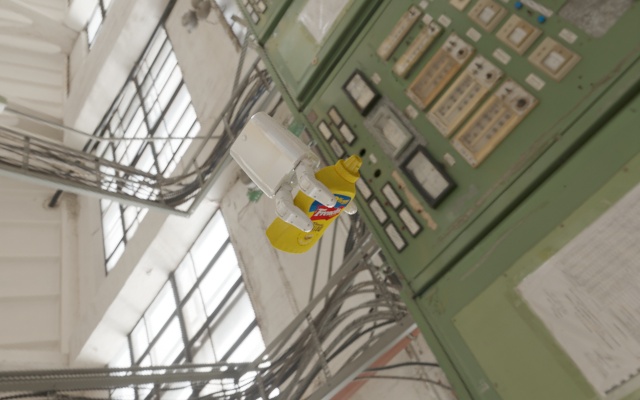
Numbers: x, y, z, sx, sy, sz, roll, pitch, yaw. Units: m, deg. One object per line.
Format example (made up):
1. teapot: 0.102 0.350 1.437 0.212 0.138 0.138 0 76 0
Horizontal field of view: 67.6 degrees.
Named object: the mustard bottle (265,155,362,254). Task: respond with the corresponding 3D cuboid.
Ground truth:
1. mustard bottle: 0.000 0.003 0.760 0.096 0.192 0.058 12 36 -47
